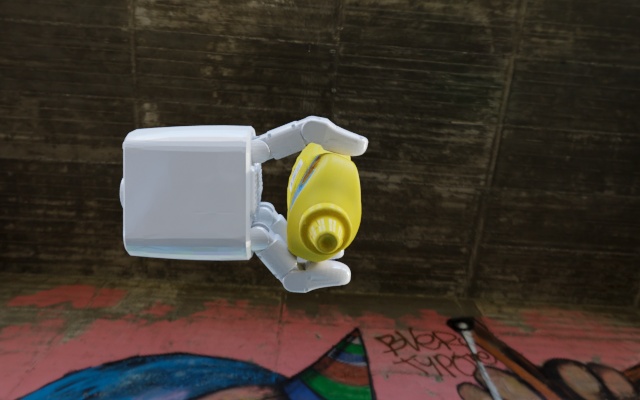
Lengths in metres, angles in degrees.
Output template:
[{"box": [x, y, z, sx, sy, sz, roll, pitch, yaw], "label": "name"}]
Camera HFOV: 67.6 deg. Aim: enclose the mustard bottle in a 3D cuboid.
[{"box": [0.000, 0.001, 0.436, 0.058, 0.096, 0.191, 22, 15, -9], "label": "mustard bottle"}]
